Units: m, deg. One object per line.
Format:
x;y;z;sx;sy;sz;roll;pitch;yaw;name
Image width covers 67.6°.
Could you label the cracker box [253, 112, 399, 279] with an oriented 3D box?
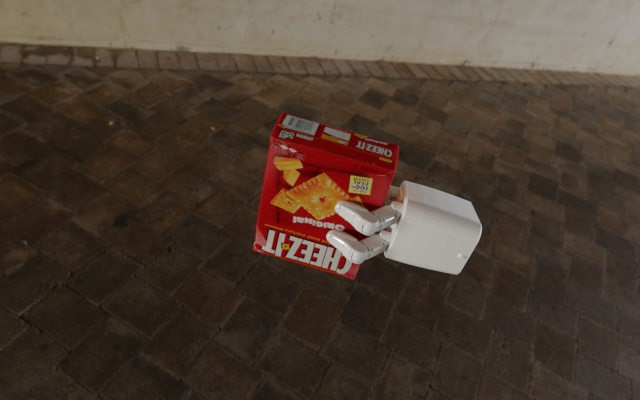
0.000;0.002;0.672;0.164;0.214;0.072;16;40;2;cracker box
